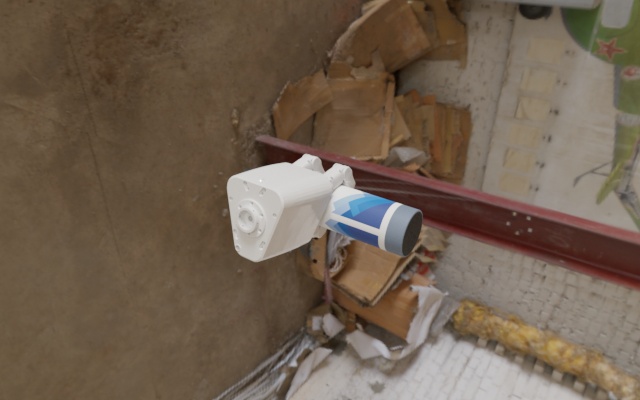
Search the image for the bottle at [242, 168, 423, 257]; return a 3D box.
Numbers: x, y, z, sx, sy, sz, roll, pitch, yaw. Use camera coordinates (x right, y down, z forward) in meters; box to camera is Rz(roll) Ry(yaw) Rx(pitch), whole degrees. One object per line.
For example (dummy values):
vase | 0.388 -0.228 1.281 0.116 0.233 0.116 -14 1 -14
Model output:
bottle | 0.000 0.002 0.703 0.295 0.069 0.069 19 9 29
